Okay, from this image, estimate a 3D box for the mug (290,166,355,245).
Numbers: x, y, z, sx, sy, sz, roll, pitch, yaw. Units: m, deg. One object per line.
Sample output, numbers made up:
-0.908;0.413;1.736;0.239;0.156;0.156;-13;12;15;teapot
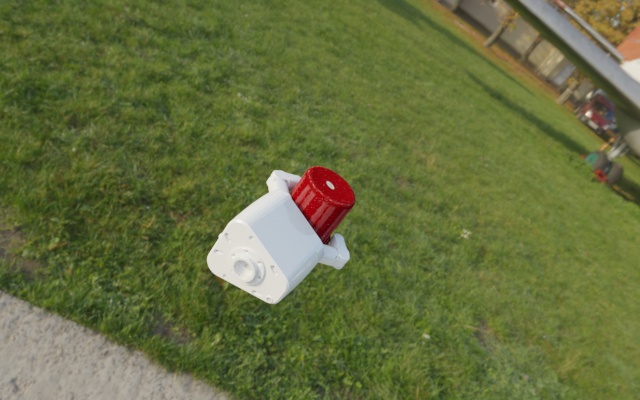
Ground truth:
0.001;0.002;0.687;0.093;0.081;0.117;39;30;4;mug
